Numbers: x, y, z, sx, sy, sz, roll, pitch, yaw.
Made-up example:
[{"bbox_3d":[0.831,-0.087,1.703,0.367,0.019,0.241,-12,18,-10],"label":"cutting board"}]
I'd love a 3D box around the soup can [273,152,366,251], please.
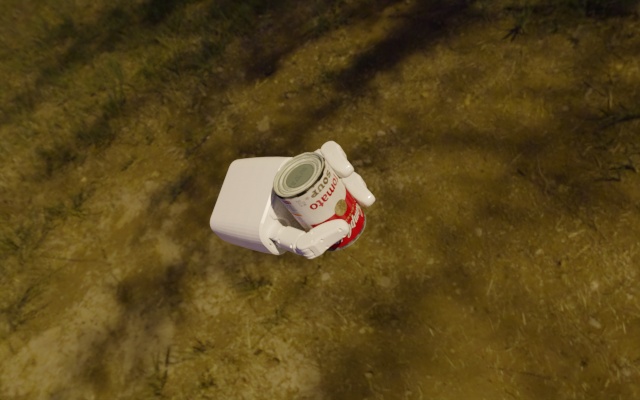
[{"bbox_3d":[0.000,0.002,0.547,0.068,0.068,0.102,0,-38,38],"label":"soup can"}]
